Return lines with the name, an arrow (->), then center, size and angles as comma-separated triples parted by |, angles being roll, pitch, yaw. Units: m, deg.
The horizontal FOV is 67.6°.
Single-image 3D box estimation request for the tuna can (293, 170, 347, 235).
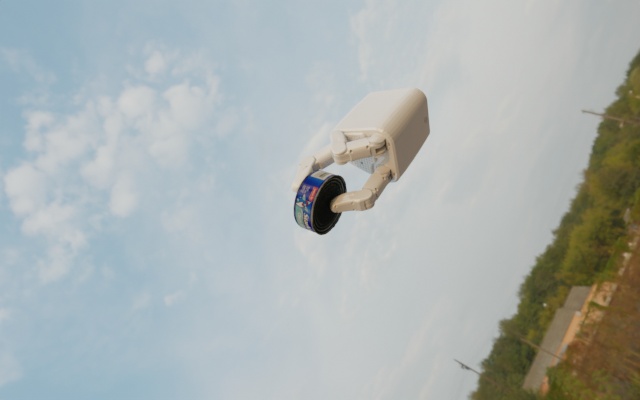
tuna can -> 0.000, 0.002, 0.659 | 0.033, 0.086, 0.086 | 19, 9, 29
